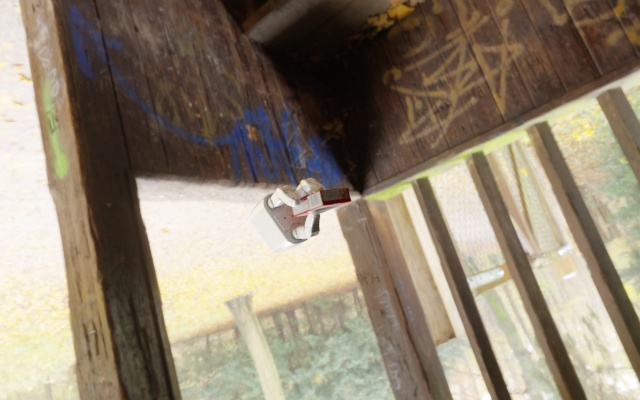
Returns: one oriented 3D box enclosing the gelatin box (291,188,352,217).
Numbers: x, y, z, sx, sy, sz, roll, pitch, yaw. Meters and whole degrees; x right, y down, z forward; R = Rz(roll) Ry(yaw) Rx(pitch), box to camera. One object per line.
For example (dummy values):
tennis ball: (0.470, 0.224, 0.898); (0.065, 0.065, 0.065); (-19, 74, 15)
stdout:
gelatin box: (0.000, 0.003, 0.876); (0.073, 0.030, 0.089); (-7, -10, -42)
